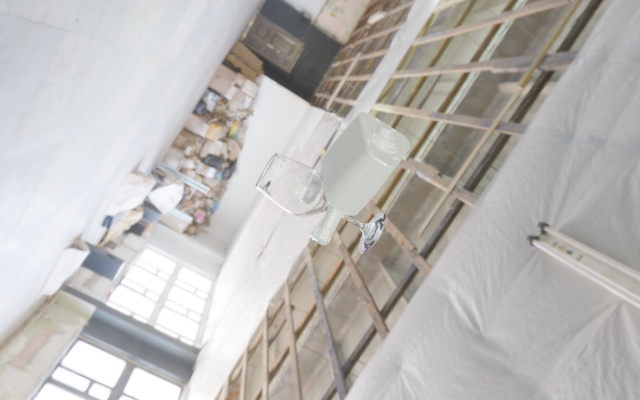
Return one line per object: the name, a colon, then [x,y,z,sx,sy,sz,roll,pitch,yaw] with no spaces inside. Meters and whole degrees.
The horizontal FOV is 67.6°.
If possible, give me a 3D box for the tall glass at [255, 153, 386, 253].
tall glass: [0.001,0.003,0.748,0.201,0.079,0.079,30,-7,-12]
